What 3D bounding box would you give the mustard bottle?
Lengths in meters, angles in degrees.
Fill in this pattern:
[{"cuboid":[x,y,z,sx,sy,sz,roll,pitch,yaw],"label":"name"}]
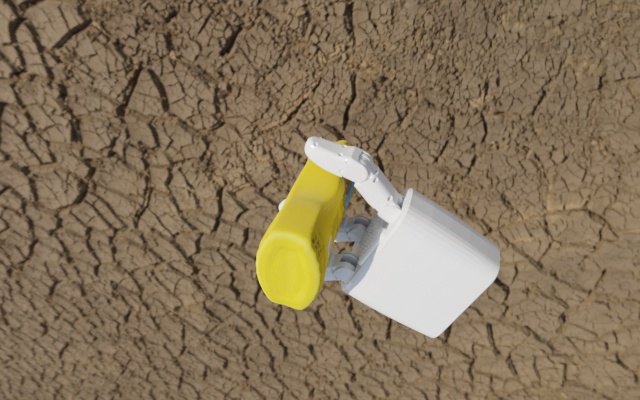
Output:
[{"cuboid":[0.000,0.002,0.456,0.058,0.096,0.191,14,43,10],"label":"mustard bottle"}]
